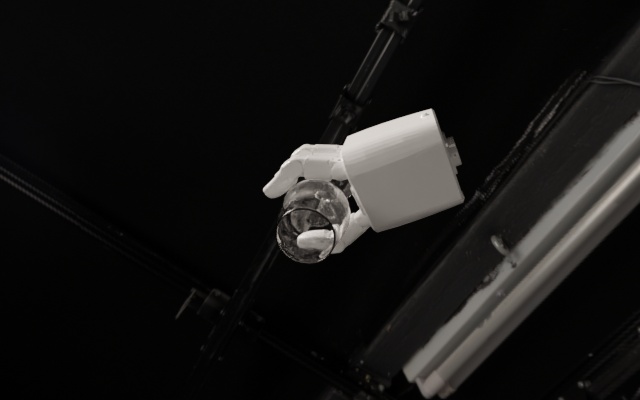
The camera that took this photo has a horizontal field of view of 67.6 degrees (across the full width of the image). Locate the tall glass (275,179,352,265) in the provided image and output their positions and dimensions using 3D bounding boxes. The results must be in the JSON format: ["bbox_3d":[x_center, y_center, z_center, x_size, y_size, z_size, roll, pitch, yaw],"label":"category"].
[{"bbox_3d":[0.000,0.002,0.565,0.079,0.079,0.201,0,20,10],"label":"tall glass"}]
